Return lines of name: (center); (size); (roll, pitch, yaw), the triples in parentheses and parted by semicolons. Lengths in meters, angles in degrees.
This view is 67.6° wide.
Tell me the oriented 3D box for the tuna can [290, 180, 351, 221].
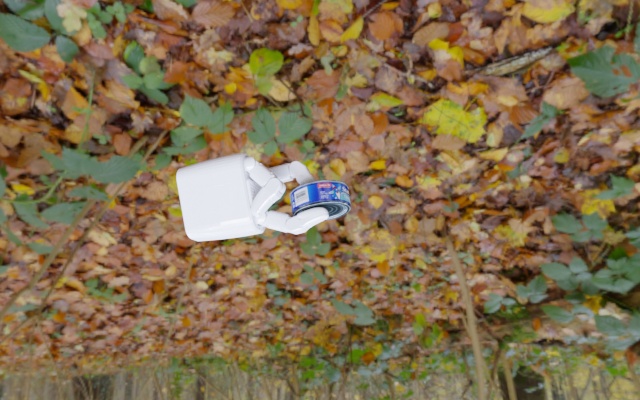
tuna can: (0.000, 0.003, 0.686); (0.086, 0.033, 0.086); (-7, -20, -3)
